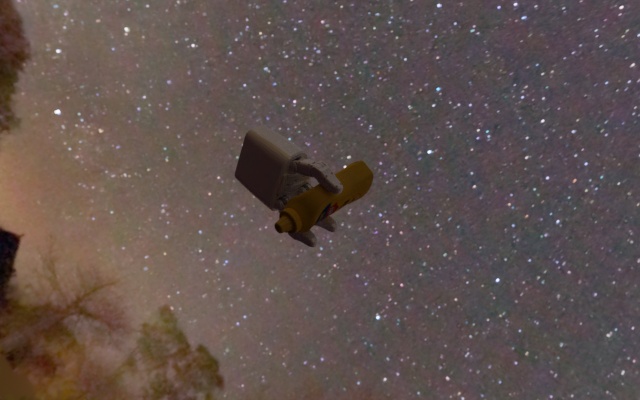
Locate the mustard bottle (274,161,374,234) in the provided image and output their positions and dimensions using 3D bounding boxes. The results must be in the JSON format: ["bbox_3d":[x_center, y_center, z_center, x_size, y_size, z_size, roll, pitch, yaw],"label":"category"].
[{"bbox_3d":[0.001,0.003,0.790,0.191,0.058,0.096,-31,-11,-36],"label":"mustard bottle"}]
